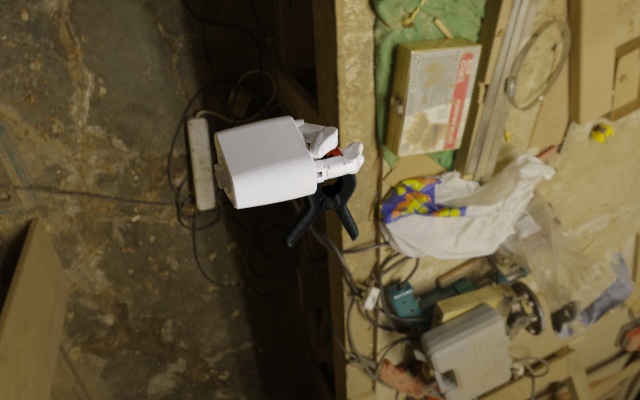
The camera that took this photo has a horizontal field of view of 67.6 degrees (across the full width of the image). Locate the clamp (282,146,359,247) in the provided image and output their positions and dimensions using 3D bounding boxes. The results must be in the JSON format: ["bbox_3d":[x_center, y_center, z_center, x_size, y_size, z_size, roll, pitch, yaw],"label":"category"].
[{"bbox_3d":[0.000,0.002,0.694,0.120,0.172,0.039,-14,37,-16],"label":"clamp"}]
